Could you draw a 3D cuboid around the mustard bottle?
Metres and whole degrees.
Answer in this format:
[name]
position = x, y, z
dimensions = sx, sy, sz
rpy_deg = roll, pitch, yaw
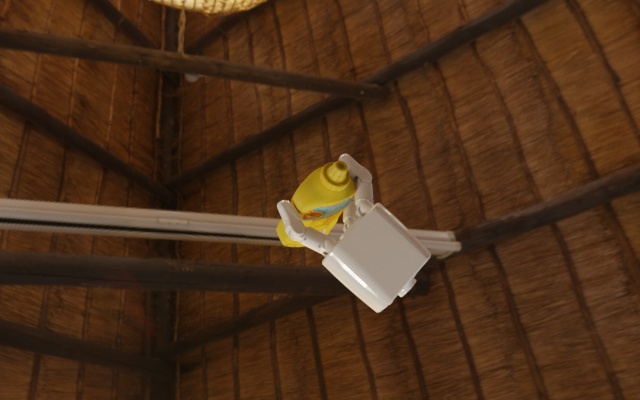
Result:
[mustard bottle]
position = 0.000, 0.002, 0.706
dimensions = 0.096, 0.058, 0.192
rpy_deg = -16, -23, -27
